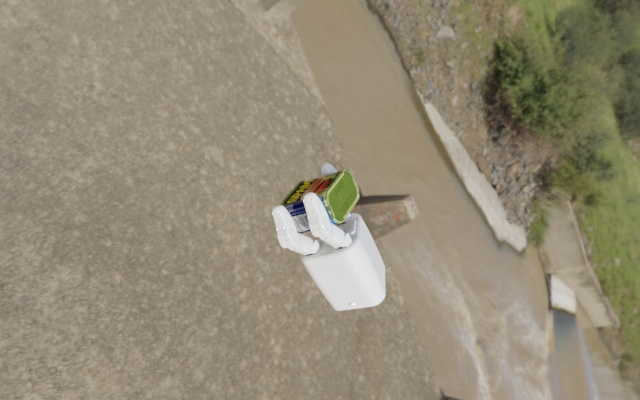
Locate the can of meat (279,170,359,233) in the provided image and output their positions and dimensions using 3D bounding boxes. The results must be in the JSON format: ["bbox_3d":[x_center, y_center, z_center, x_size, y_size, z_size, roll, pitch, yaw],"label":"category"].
[{"bbox_3d":[0.000,0.002,0.698,0.084,0.057,0.102,-16,21,32],"label":"can of meat"}]
